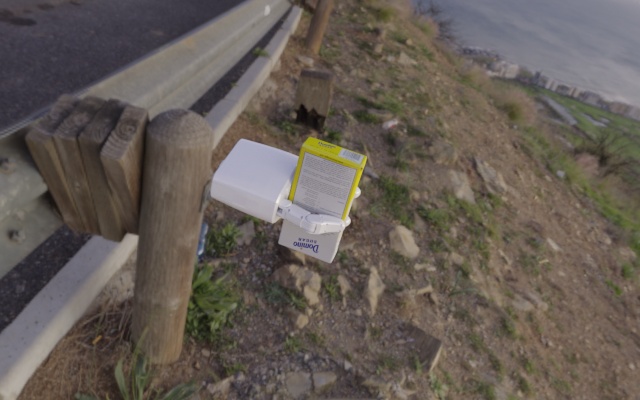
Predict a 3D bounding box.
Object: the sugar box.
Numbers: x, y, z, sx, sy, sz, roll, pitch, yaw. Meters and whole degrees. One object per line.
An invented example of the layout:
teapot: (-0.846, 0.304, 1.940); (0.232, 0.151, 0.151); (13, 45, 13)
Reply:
sugar box: (0.000, 0.002, 0.722); (0.093, 0.176, 0.048); (21, 33, 7)
